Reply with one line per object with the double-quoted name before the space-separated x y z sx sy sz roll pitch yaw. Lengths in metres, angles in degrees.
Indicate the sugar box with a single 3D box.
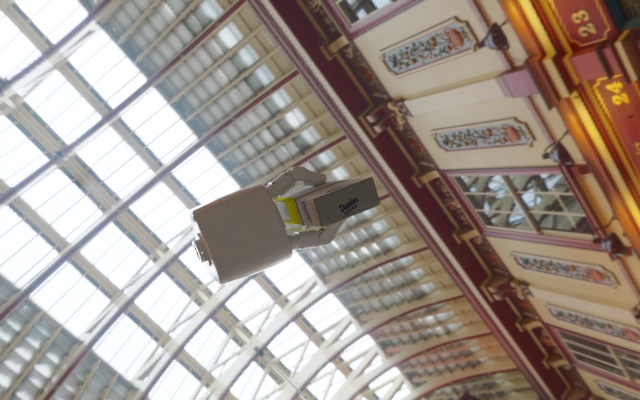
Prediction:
"sugar box" 0.000 0.003 0.687 0.093 0.048 0.176 -21 11 -22
